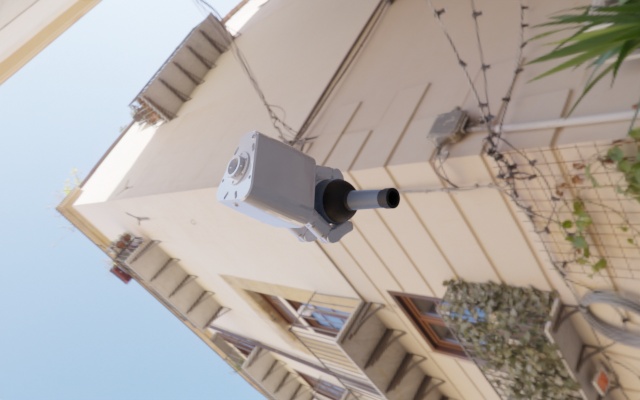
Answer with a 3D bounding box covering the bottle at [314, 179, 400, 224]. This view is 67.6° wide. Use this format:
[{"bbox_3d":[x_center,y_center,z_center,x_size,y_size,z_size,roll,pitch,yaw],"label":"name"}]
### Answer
[{"bbox_3d":[0.000,0.002,0.728,0.069,0.069,0.296,0,-2,-40],"label":"bottle"}]
